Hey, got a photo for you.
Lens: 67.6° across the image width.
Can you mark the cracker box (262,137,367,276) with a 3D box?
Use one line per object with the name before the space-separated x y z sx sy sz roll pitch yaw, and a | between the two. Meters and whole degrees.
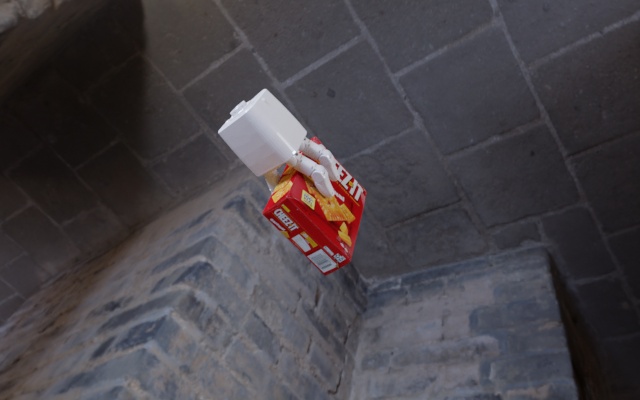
cracker box | 0.000 0.003 0.873 0.072 0.164 0.213 -32 22 31
